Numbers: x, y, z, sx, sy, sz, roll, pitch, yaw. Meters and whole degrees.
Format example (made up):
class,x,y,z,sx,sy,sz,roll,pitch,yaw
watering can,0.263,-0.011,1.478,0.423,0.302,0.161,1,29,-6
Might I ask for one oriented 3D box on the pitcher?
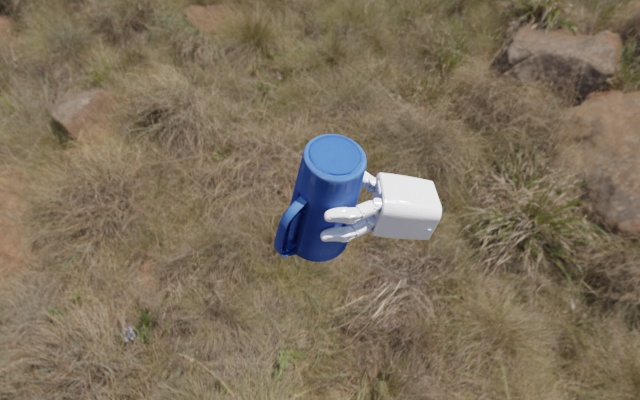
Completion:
class,x,y,z,sx,sy,sz,roll,pitch,yaw
pitcher,0.000,0.003,0.872,0.145,0.149,0.243,9,-38,-4
